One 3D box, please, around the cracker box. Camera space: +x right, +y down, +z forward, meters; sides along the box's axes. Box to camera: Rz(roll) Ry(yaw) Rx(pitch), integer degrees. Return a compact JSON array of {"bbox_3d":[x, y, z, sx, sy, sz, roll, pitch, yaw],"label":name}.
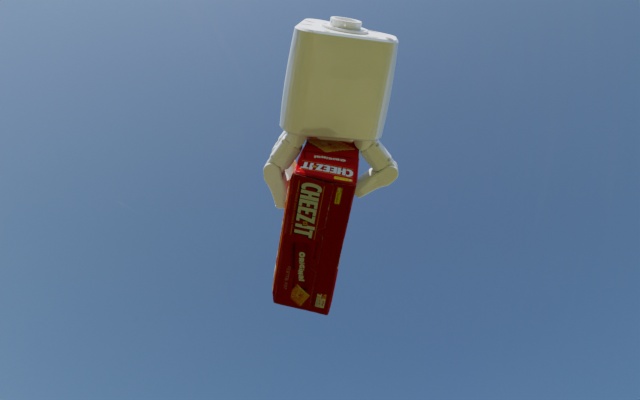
[{"bbox_3d":[0.000,0.002,0.576,0.072,0.164,0.213,11,27,2],"label":"cracker box"}]
